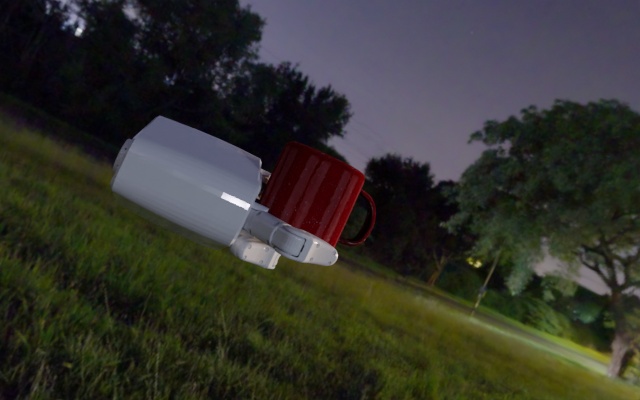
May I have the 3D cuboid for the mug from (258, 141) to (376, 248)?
[{"bbox_3d":[0.001,0.002,0.447,0.117,0.081,0.093,24,1,-15],"label":"mug"}]
